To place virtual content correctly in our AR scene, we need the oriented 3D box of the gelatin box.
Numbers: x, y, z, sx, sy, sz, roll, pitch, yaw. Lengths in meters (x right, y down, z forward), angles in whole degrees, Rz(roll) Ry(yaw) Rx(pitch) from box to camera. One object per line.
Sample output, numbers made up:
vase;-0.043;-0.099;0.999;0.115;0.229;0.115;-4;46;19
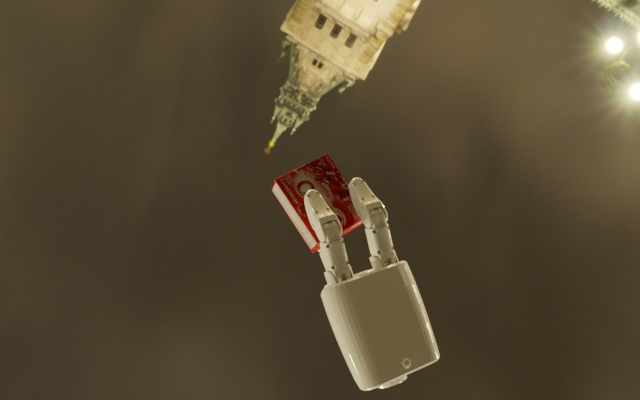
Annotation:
gelatin box;0.000;0.002;0.532;0.073;0.089;0.030;-29;-12;-24
